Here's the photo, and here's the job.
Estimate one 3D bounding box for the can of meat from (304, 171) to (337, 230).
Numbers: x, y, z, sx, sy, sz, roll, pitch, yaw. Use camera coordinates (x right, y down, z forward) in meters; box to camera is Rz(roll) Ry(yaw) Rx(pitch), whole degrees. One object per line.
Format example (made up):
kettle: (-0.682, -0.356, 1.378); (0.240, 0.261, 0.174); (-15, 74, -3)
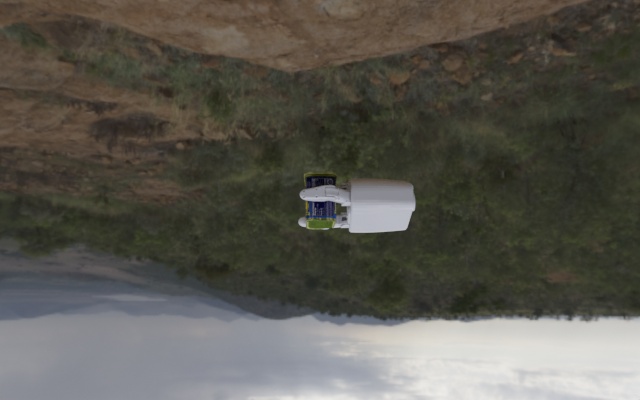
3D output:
can of meat: (0.000, 0.003, 0.840); (0.057, 0.084, 0.102); (0, -12, -1)
